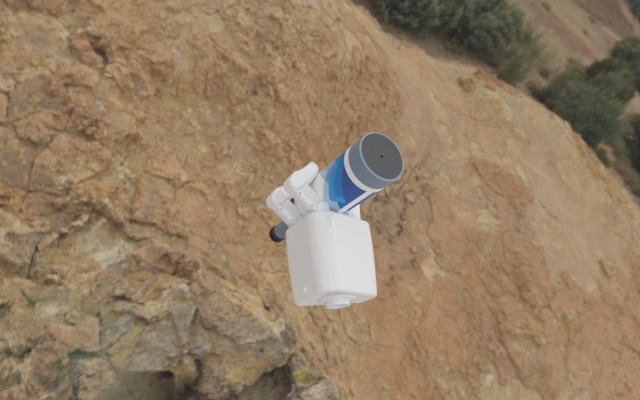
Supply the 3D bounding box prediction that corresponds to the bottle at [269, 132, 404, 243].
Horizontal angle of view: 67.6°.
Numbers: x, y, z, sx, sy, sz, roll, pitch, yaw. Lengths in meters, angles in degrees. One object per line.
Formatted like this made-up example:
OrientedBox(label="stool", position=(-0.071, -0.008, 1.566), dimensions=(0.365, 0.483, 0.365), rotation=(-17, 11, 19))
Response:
OrientedBox(label="bottle", position=(0.000, 0.002, 0.687), dimensions=(0.069, 0.069, 0.296), rotation=(0, -22, -33))
